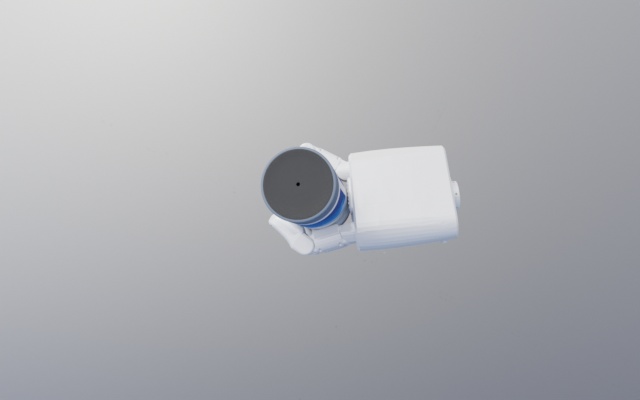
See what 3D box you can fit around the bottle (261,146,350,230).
[{"bbox_3d":[0.000,0.002,0.554,0.069,0.069,0.296,0,-6,8],"label":"bottle"}]
